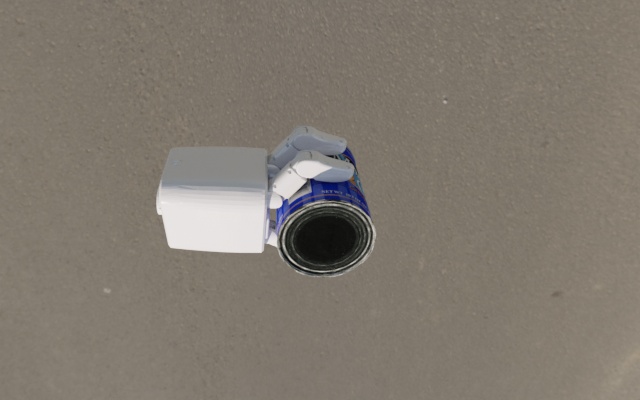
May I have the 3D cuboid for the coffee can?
[{"bbox_3d":[0.000,0.002,0.543,0.103,0.103,0.140,0,35,-7],"label":"coffee can"}]
